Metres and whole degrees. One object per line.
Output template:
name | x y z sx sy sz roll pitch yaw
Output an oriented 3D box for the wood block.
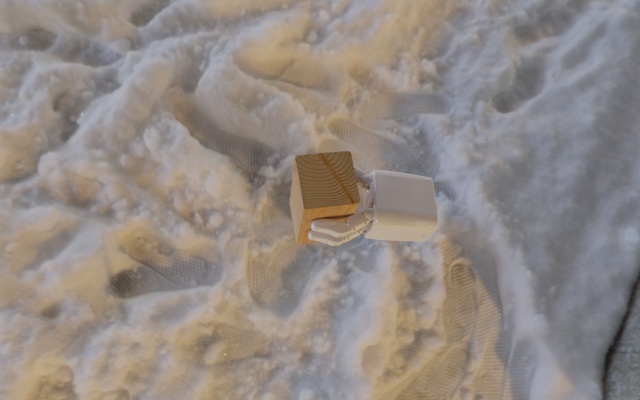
wood block | 0.000 0.002 0.820 0.090 0.090 0.206 -7 -19 -9
